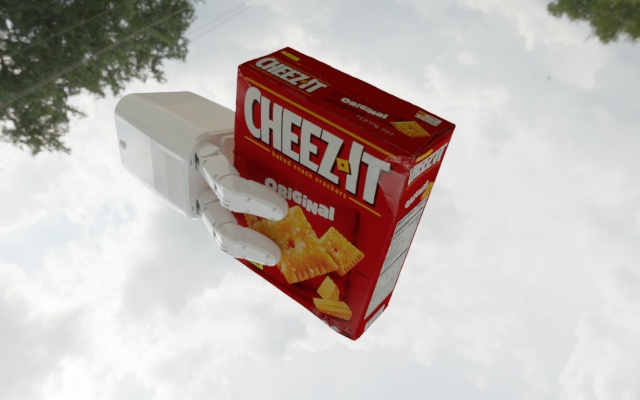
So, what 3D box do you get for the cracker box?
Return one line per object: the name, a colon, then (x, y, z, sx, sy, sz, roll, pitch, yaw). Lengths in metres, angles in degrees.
cracker box: (0.000, 0.001, 0.420, 0.164, 0.214, 0.072, 31, 44, 23)
